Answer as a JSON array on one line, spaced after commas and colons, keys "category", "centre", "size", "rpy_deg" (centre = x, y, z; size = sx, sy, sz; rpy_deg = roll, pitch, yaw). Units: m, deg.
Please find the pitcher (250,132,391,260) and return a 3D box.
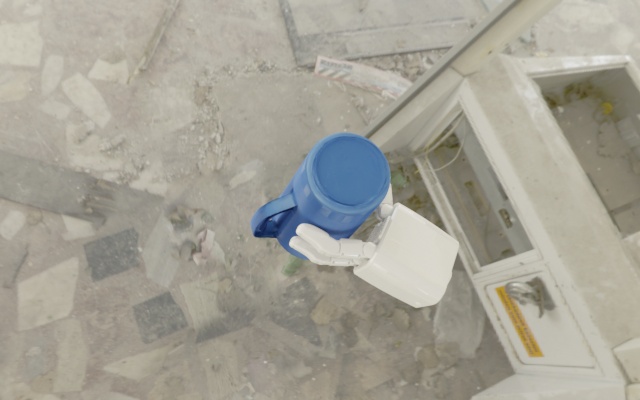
[{"category": "pitcher", "centre": [0.000, 0.002, 0.680], "size": [0.145, 0.149, 0.243], "rpy_deg": [32, -21, -1]}]
